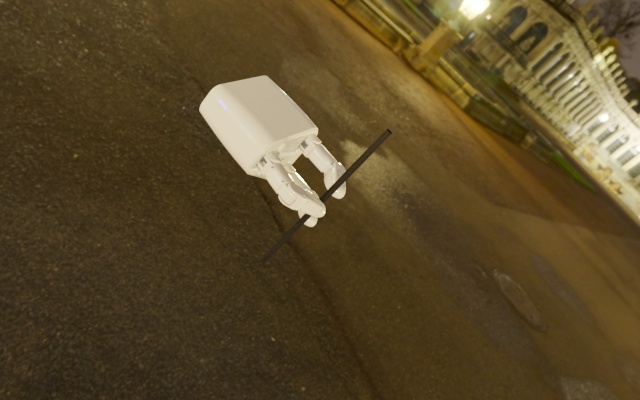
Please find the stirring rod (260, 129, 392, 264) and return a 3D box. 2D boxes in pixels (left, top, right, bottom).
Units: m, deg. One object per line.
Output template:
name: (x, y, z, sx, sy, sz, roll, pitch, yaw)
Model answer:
stirring rod: (0.000, 0.002, 0.577, 0.239, 0.011, 0.011, -46, -24, 25)
